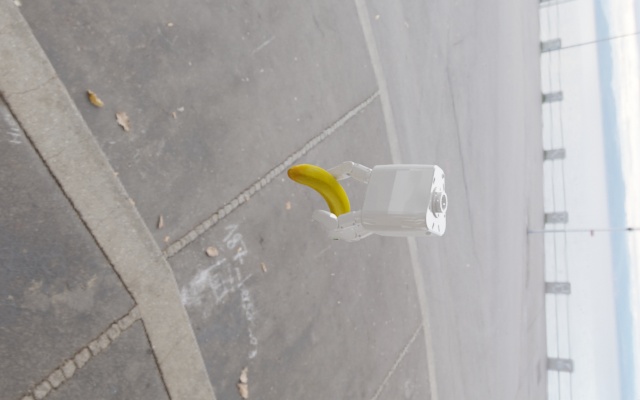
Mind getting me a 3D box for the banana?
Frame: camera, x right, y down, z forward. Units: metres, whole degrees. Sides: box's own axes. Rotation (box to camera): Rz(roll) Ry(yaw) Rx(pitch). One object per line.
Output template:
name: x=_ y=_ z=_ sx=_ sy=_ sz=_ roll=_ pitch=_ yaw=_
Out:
banana: x=0.009 y=-0.010 z=0.818 sx=0.037 sy=0.069 sz=0.198 roll=4 pitch=-34 yaw=34
